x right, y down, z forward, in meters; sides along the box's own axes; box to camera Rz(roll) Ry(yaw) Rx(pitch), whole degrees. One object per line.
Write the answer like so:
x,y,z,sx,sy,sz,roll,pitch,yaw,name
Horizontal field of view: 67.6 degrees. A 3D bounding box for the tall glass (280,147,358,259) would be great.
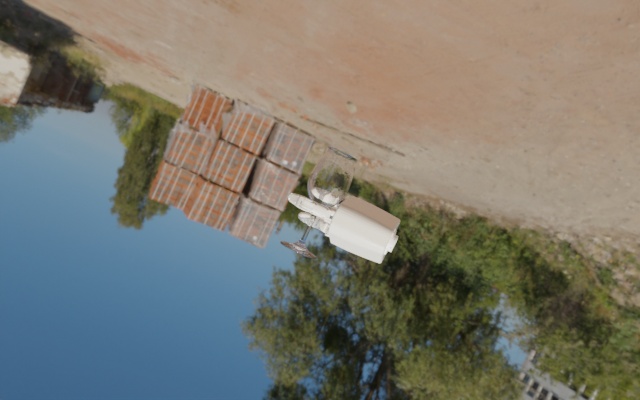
0.000,0.003,0.892,0.079,0.201,0.079,24,1,0,tall glass
